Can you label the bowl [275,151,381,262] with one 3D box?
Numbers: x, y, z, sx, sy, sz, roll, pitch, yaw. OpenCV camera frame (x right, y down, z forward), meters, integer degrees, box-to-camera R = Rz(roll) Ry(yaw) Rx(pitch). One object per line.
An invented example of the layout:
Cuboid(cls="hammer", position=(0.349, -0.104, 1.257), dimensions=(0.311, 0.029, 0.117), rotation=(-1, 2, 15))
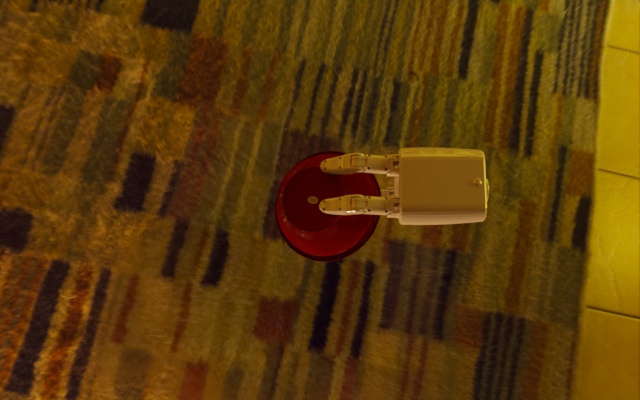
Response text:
Cuboid(cls="bowl", position=(-0.001, 0.002, 0.661), dimensions=(0.162, 0.162, 0.055), rotation=(0, -10, 20))
